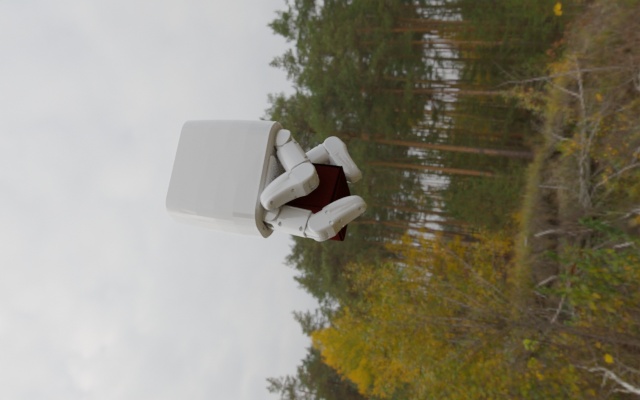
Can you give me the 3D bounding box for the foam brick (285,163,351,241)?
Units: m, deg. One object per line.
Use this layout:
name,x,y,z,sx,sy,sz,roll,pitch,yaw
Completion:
foam brick,0.000,0.002,0.514,0.051,0.053,0.078,6,-29,16
